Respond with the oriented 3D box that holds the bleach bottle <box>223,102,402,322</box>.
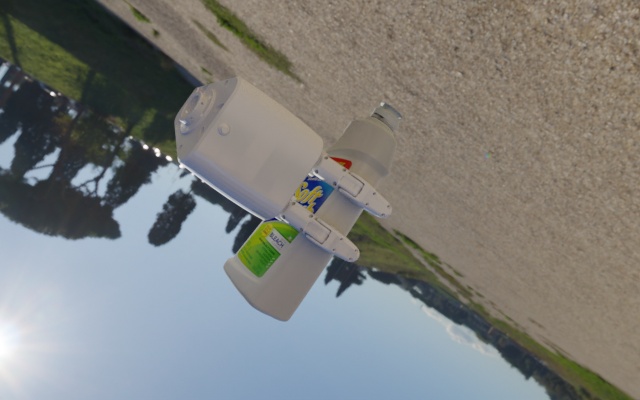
[{"bbox_3d":[0.000,0.002,0.520,0.068,0.251,0.102,36,-1,-36],"label":"bleach bottle"}]
